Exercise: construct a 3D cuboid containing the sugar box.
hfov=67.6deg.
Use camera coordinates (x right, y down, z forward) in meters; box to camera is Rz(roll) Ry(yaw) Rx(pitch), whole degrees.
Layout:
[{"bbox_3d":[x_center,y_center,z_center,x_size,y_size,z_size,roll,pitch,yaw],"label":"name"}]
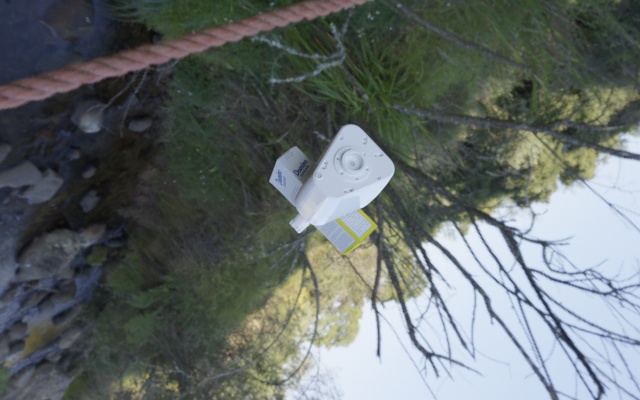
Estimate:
[{"bbox_3d":[0.001,0.002,0.745,0.048,0.176,0.093,-41,-5,-23],"label":"sugar box"}]
